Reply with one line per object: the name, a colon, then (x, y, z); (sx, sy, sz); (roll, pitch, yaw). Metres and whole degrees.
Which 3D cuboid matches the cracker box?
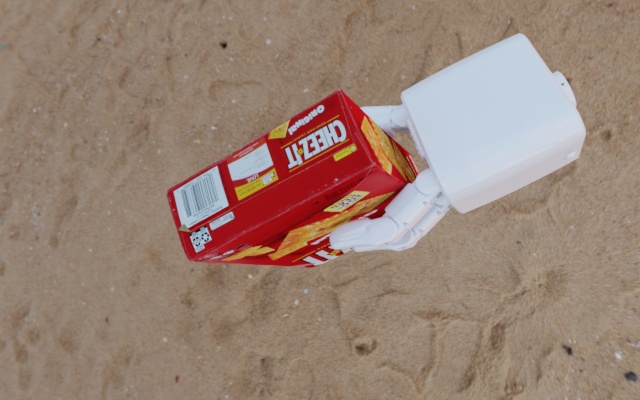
cracker box: (0.000, 0.001, 0.433); (0.164, 0.072, 0.214); (-27, -19, 18)
